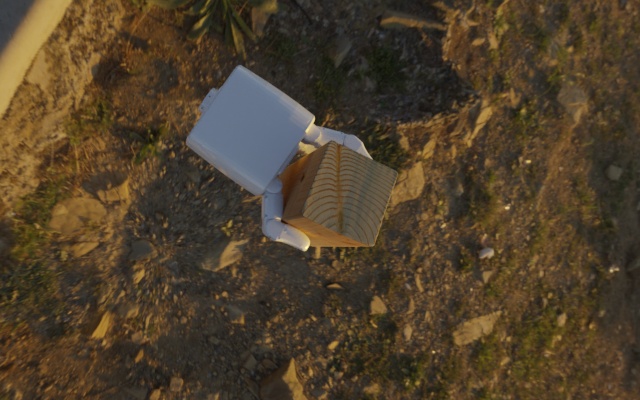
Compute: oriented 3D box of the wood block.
[{"bbox_3d":[0.000,0.002,0.602,0.090,0.091,0.206,24,-12,-15],"label":"wood block"}]
